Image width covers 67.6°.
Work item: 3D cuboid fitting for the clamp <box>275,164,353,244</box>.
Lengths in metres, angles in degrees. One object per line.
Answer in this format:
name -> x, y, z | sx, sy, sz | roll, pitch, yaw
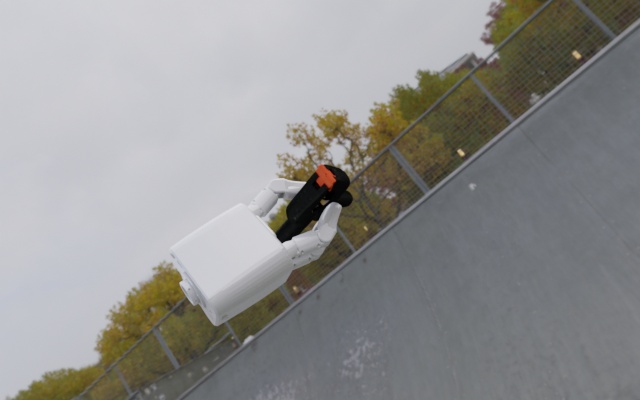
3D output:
clamp -> 0.000, 0.001, 0.643 | 0.164, 0.036, 0.210 | -35, -12, -25
